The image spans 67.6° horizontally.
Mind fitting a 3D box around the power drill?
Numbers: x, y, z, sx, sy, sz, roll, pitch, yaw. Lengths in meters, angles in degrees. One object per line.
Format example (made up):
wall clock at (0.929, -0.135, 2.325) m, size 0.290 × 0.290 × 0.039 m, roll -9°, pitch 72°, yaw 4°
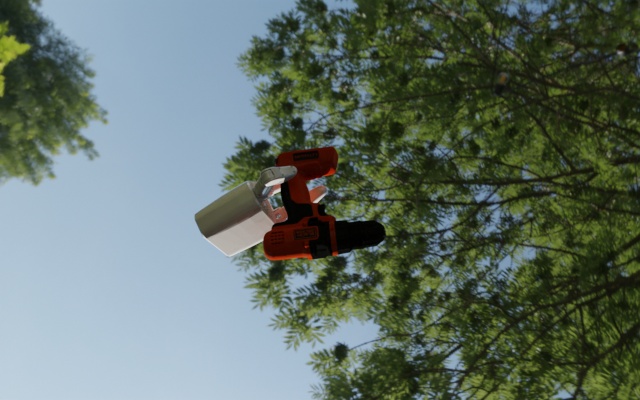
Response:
power drill at (0.000, 0.002, 0.752) m, size 0.184 × 0.187 × 0.057 m, roll -6°, pitch -36°, yaw 1°
